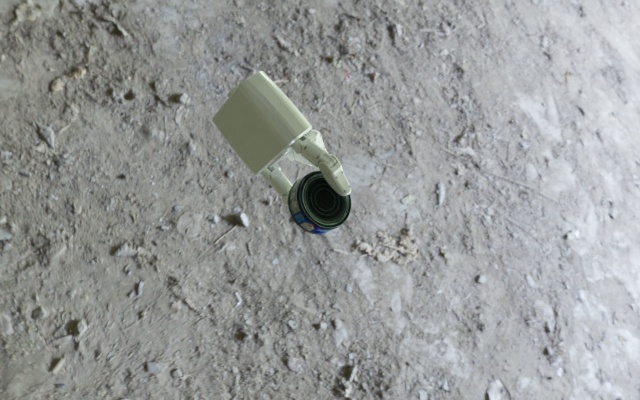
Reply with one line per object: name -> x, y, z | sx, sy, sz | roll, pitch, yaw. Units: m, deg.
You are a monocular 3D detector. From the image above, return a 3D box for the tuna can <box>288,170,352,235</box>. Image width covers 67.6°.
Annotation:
tuna can -> 0.000, 0.002, 0.662 | 0.086, 0.086, 0.034 | 0, -15, -31
